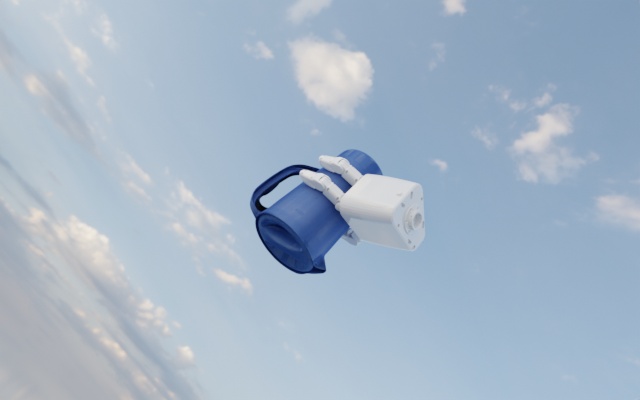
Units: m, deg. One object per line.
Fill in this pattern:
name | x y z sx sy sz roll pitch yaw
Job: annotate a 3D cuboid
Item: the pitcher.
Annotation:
pitcher | 0.000 0.003 0.872 0.145 0.149 0.242 11 43 43
